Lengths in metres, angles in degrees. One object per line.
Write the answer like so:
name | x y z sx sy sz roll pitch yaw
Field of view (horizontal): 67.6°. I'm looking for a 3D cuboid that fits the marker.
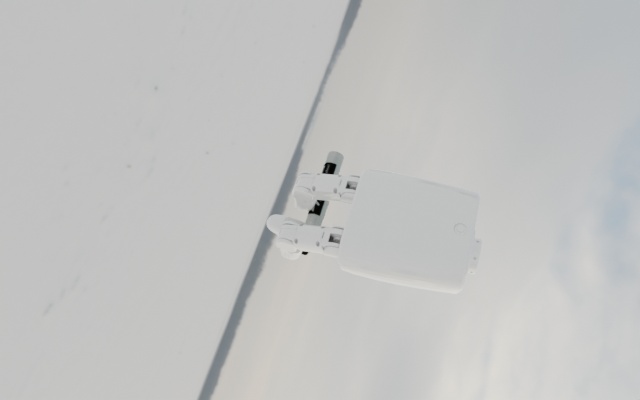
marker | 0.000 0.002 0.509 0.020 0.121 0.020 15 -25 7
